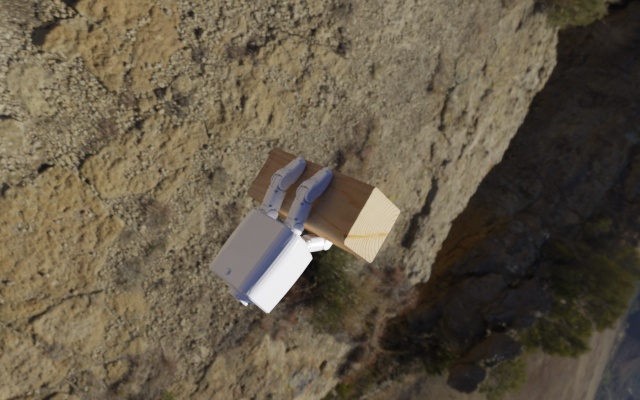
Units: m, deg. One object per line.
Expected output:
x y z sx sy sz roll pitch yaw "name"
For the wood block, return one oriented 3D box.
0.000 0.003 0.720 0.206 0.090 0.091 25 -9 39 "wood block"
